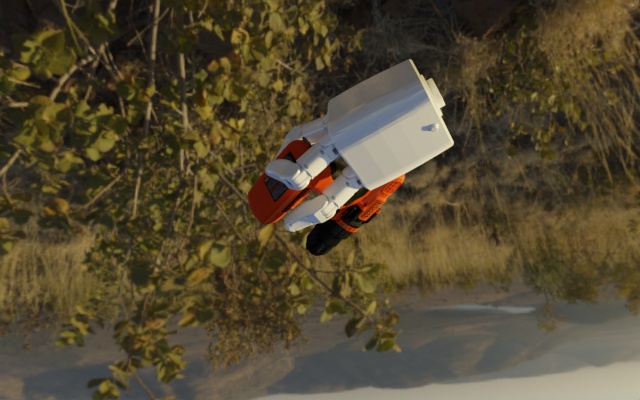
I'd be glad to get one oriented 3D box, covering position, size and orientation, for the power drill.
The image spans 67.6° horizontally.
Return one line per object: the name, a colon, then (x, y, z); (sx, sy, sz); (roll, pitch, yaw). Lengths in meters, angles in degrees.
power drill: (0.000, 0.002, 0.614); (0.188, 0.057, 0.184); (12, -53, -51)
